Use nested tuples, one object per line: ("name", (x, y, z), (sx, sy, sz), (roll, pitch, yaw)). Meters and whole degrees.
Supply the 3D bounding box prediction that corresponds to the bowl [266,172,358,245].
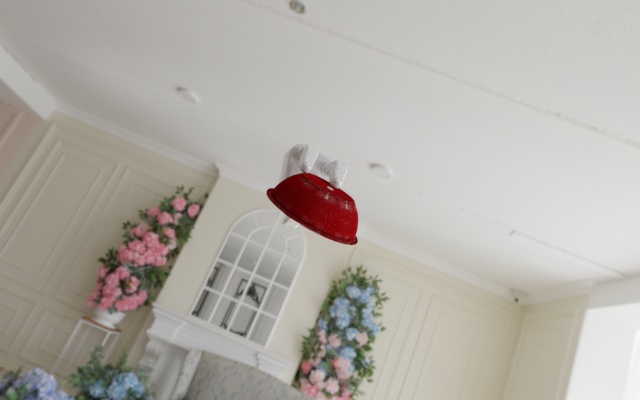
("bowl", (0.001, 0.003, 0.732), (0.162, 0.055, 0.162), (29, 11, -6))
